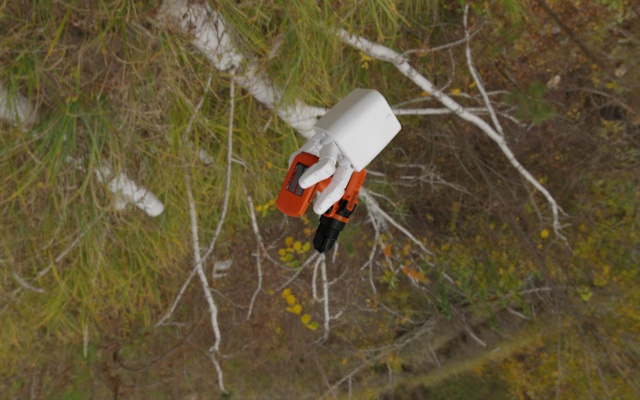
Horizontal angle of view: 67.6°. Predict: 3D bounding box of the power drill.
[{"bbox_3d":[0.000,0.002,0.843,0.057,0.184,0.188,23,1,29],"label":"power drill"}]
